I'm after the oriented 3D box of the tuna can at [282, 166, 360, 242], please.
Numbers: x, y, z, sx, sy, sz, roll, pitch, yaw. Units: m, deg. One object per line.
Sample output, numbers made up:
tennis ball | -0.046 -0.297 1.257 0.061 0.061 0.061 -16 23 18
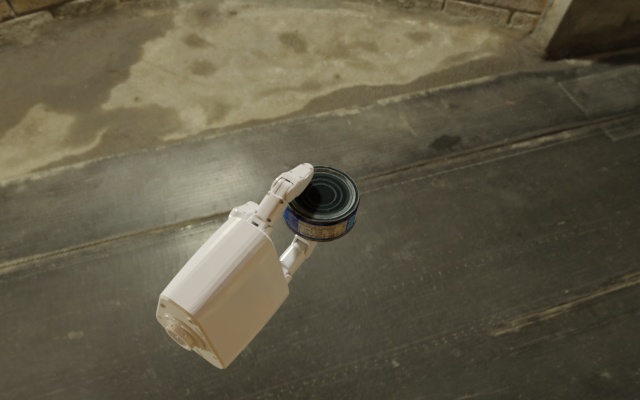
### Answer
tuna can | 0.000 0.001 0.527 0.086 0.086 0.034 0 -41 -6
